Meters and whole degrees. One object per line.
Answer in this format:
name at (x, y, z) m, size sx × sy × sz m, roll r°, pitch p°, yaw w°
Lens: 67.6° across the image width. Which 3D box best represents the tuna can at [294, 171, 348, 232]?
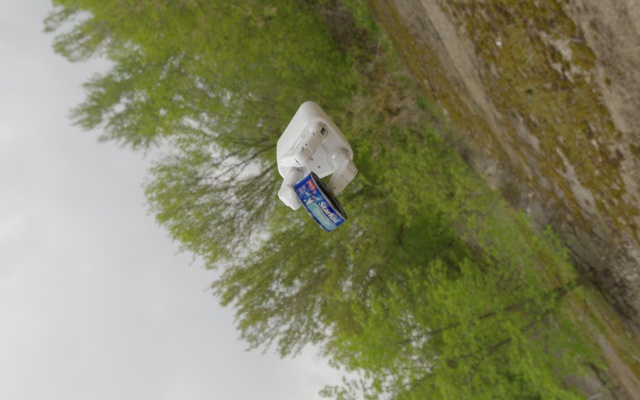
tuna can at (0.000, 0.003, 0.676) m, size 0.034 × 0.086 × 0.086 m, roll -37°, pitch -6°, yaw 8°
